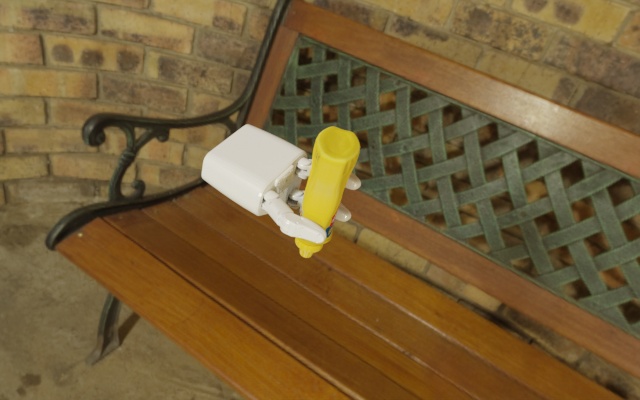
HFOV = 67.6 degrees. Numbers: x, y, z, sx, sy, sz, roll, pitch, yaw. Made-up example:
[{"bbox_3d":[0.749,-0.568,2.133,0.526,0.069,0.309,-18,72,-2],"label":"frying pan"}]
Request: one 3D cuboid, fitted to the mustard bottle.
[{"bbox_3d":[0.000,0.002,0.654,0.058,0.192,0.096,16,33,-1],"label":"mustard bottle"}]
